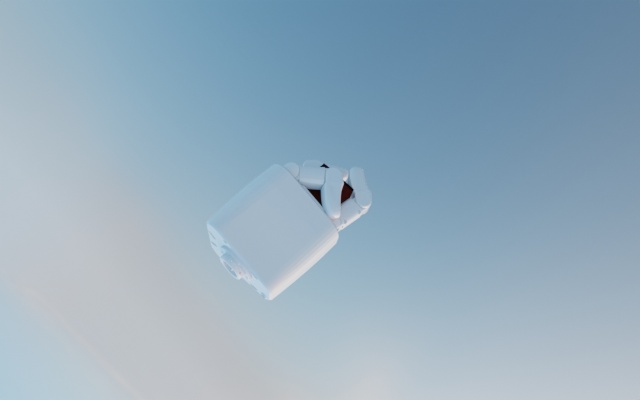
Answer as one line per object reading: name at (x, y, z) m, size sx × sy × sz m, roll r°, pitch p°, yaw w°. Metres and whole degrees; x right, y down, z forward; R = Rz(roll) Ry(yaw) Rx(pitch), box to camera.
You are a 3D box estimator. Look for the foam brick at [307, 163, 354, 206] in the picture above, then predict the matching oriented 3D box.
foam brick at (0.000, 0.002, 0.601) m, size 0.051 × 0.053 × 0.078 m, roll -42°, pitch -15°, yaw -24°
